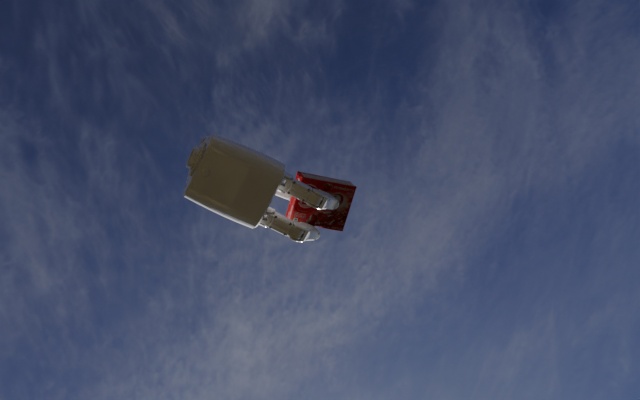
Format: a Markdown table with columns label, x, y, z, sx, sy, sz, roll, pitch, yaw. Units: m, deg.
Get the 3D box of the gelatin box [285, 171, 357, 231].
| label | x | y | z | sx | sy | sz | roll | pitch | yaw |
| --- | --- | --- | --- | --- | --- | --- | --- | --- | --- |
| gelatin box | 0.000 | 0.002 | 0.703 | 0.089 | 0.073 | 0.030 | 10 | 17 | -22 |
